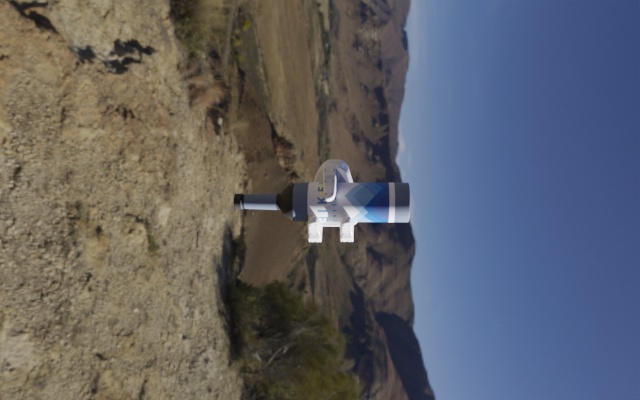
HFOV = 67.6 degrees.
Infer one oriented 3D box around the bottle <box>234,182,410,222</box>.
[{"bbox_3d":[0.000,0.003,0.810,0.296,0.069,0.069,0,0,5],"label":"bottle"}]
